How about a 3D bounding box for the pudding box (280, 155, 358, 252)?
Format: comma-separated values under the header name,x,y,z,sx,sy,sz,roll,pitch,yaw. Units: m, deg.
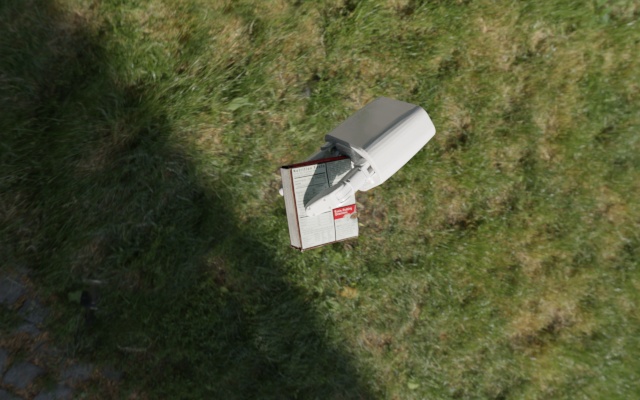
name,x,y,z,sx,sy,sz,roll,pitch,yaw
pudding box,0.000,0.002,0.631,0.090,0.113,0.039,-12,10,-23
